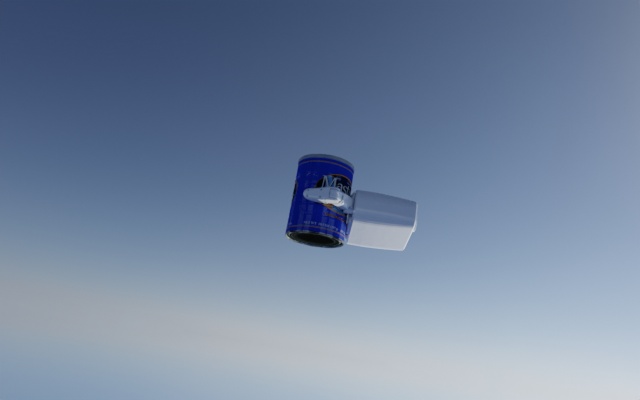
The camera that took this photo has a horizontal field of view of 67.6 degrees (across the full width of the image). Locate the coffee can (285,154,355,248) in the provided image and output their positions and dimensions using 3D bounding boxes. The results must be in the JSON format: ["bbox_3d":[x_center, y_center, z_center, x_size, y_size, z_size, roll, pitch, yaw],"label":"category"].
[{"bbox_3d":[0.000,0.003,0.836,0.103,0.140,0.103,9,-17,3],"label":"coffee can"}]
